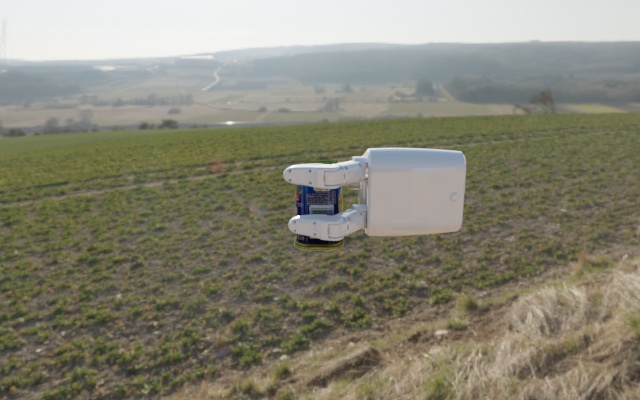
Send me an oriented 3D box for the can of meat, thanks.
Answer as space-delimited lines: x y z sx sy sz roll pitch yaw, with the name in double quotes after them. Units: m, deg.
0.000 0.001 0.565 0.057 0.084 0.102 1 17 4 "can of meat"
